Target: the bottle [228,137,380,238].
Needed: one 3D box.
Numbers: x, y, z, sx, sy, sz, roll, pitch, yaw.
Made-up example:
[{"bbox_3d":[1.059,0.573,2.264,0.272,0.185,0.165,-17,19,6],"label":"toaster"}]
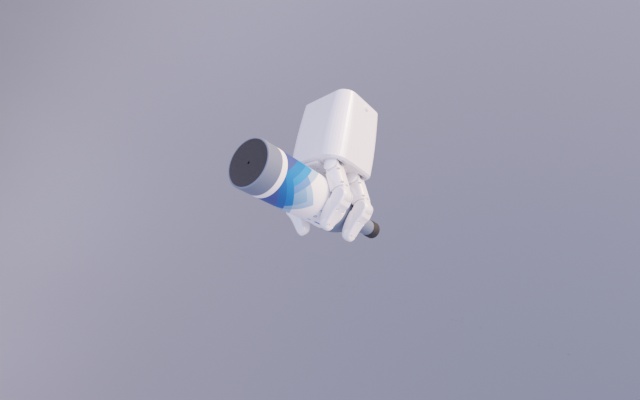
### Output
[{"bbox_3d":[0.000,0.002,0.672,0.069,0.069,0.296,0,-19,38],"label":"bottle"}]
